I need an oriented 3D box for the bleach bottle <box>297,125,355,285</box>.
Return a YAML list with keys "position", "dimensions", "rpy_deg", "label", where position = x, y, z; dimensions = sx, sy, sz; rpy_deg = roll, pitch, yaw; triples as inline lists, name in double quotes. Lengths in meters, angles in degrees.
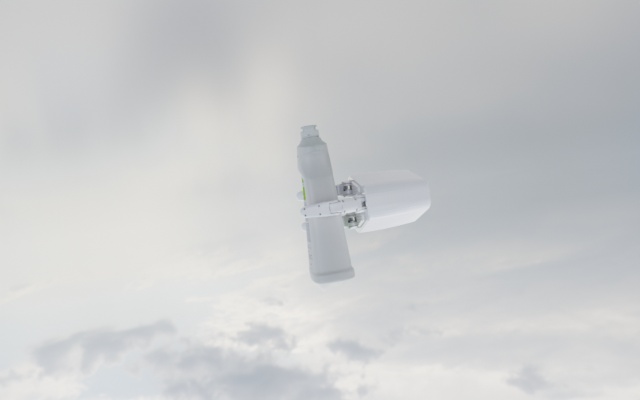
- position: [0.000, 0.003, 0.775]
  dimensions: [0.068, 0.251, 0.102]
  rpy_deg: [-8, 0, -9]
  label: "bleach bottle"
